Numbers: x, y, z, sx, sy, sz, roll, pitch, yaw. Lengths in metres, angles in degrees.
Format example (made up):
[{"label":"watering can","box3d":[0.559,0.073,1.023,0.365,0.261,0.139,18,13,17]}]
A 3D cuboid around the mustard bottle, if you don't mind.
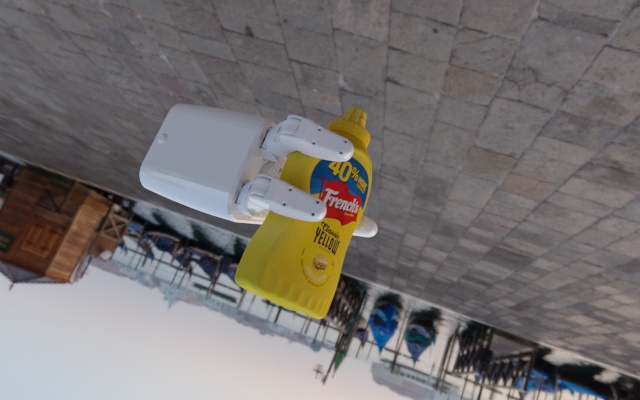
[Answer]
[{"label":"mustard bottle","box3d":[0.000,0.002,0.427,0.058,0.191,0.096,7,-21,44]}]
